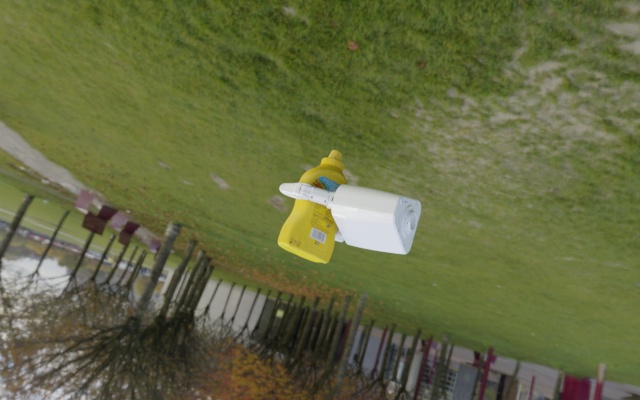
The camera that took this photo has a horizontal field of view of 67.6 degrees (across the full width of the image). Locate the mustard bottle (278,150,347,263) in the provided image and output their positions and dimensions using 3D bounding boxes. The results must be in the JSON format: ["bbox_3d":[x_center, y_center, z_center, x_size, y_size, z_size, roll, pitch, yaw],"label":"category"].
[{"bbox_3d":[0.000,0.003,0.811,0.096,0.191,0.058,28,-17,-32],"label":"mustard bottle"}]
